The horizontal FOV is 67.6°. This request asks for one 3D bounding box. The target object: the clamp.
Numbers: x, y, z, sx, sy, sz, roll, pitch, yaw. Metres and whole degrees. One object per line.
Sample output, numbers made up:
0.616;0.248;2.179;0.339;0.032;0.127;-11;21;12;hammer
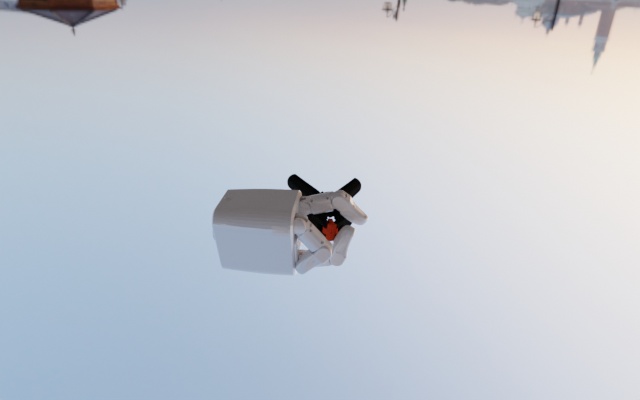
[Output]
0.000;0.003;0.722;0.120;0.039;0.171;2;25;5;clamp
